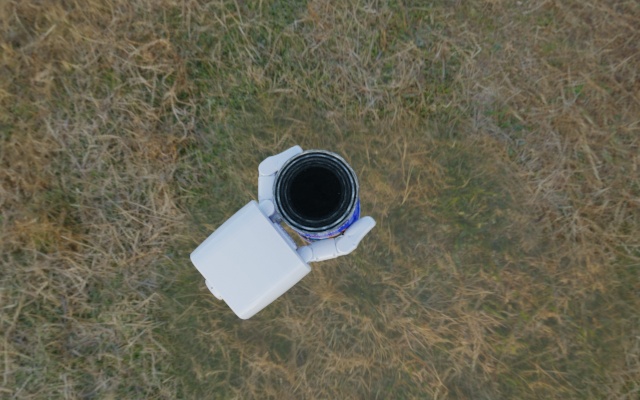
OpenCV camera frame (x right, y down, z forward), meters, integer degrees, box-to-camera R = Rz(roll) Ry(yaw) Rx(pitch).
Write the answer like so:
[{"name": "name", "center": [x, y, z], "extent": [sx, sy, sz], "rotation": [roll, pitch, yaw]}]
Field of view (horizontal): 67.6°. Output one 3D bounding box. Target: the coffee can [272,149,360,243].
[{"name": "coffee can", "center": [0.000, 0.002, 0.625], "extent": [0.103, 0.102, 0.140], "rotation": [0, -11, 5]}]
